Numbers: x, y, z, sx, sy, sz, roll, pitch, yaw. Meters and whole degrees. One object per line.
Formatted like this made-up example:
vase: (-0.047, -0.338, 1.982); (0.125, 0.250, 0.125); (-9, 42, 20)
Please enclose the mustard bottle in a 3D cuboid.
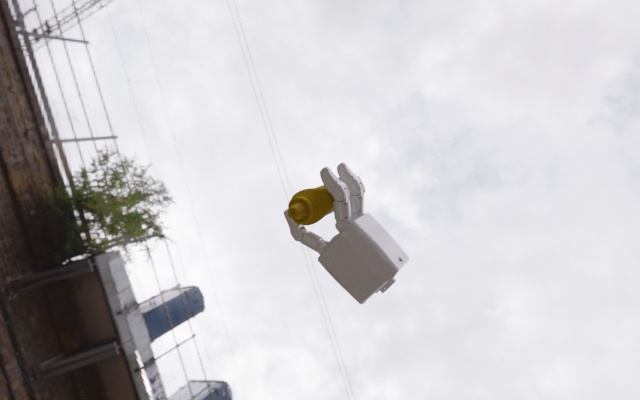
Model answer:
mustard bottle: (0.000, 0.002, 0.804); (0.096, 0.058, 0.191); (-21, 1, 28)
